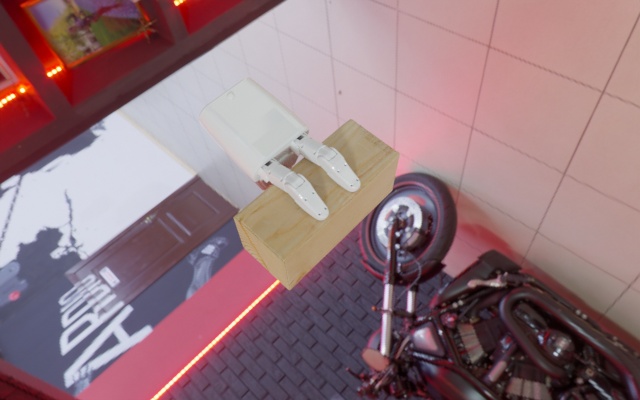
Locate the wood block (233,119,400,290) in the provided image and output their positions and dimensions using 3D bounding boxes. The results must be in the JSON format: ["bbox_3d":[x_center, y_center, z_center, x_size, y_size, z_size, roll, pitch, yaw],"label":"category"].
[{"bbox_3d":[0.000,0.002,0.619,0.090,0.206,0.091,39,-23,21],"label":"wood block"}]
